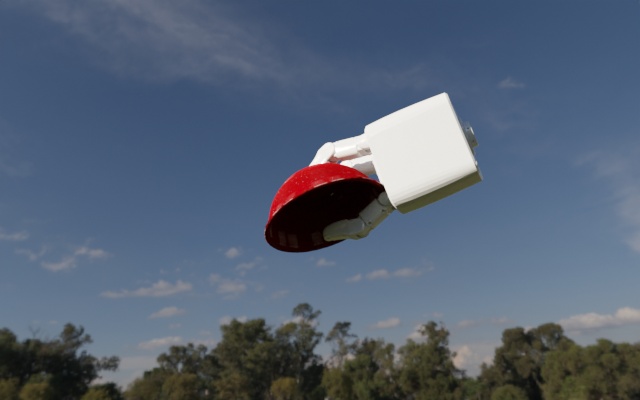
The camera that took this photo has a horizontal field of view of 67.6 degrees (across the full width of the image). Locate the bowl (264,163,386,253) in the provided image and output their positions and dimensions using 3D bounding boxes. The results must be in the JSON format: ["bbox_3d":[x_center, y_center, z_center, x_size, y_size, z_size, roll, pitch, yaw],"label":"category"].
[{"bbox_3d":[-0.001,0.002,0.607,0.162,0.055,0.162,-17,-30,-10],"label":"bowl"}]
